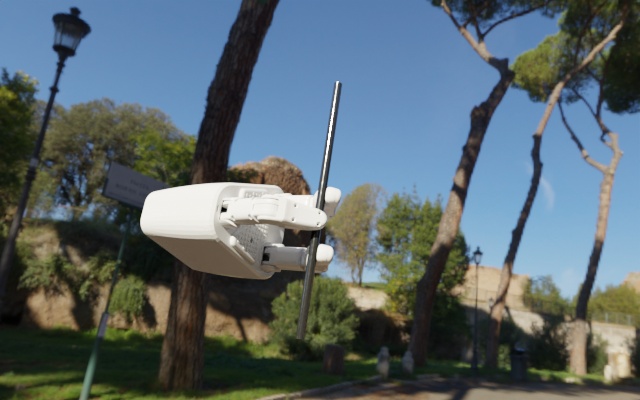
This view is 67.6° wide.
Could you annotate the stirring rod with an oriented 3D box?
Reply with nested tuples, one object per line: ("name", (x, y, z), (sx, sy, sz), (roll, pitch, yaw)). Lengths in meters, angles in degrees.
("stirring rod", (0.000, 0.002, 0.432), (0.011, 0.239, 0.011), (8, -16, 2))
